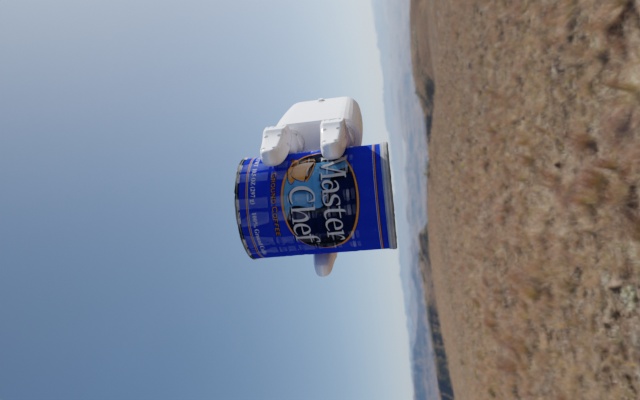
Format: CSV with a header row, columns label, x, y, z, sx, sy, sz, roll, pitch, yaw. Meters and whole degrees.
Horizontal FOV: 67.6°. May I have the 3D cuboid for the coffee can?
label,x,y,z,sx,sy,sz,roll,pitch,yaw
coffee can,0.000,0.002,0.465,0.140,0.103,0.103,-5,-1,9
